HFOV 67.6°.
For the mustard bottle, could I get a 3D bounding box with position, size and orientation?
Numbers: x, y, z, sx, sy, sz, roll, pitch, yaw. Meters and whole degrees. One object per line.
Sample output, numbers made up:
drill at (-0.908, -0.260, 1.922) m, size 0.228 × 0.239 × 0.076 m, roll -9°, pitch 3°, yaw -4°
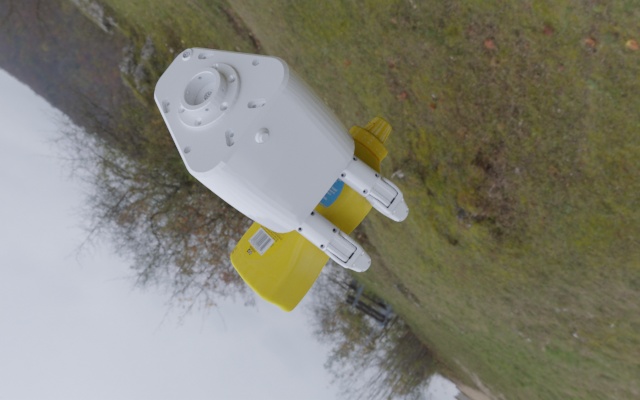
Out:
mustard bottle at (0.000, 0.002, 0.442) m, size 0.058 × 0.191 × 0.096 m, roll 39°, pitch -2°, yaw -34°
